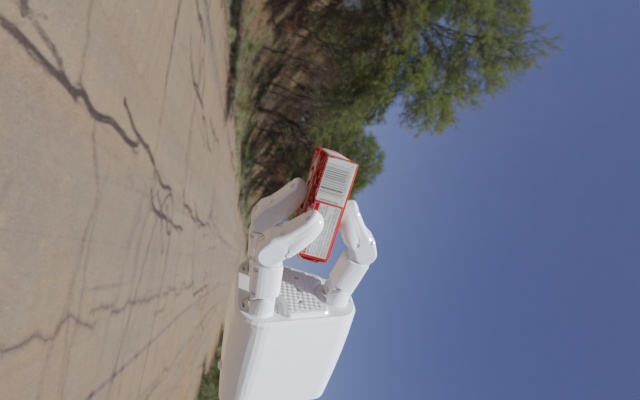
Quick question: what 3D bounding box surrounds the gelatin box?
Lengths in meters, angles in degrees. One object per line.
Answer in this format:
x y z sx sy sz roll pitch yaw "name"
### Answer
0.001 0.001 0.419 0.030 0.089 0.073 16 9 -10 "gelatin box"
